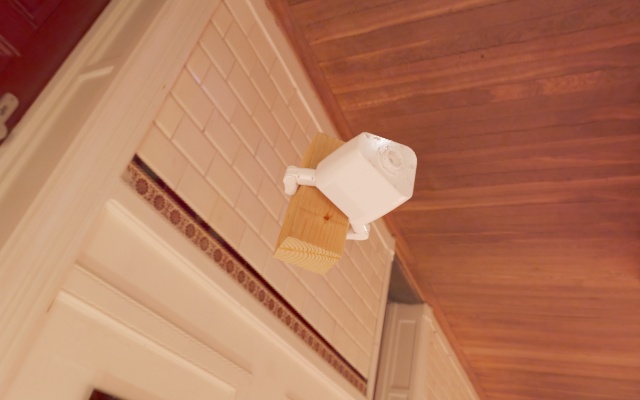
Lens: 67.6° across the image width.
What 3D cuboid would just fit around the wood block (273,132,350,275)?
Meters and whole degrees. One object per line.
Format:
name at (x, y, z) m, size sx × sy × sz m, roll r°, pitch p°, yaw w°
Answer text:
wood block at (0.000, 0.002, 0.787) m, size 0.091 × 0.206 × 0.090 m, roll 22°, pitch -33°, yaw -10°
